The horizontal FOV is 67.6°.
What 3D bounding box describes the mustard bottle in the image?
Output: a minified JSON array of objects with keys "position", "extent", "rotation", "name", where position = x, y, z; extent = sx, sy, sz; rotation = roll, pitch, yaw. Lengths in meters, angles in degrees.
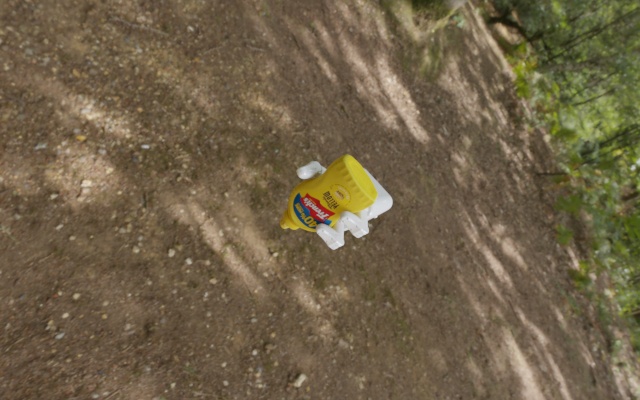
[{"position":[0.000,0.003,0.852],"extent":[0.192,0.096,0.058],"rotation":[-31,15,30],"name":"mustard bottle"}]
